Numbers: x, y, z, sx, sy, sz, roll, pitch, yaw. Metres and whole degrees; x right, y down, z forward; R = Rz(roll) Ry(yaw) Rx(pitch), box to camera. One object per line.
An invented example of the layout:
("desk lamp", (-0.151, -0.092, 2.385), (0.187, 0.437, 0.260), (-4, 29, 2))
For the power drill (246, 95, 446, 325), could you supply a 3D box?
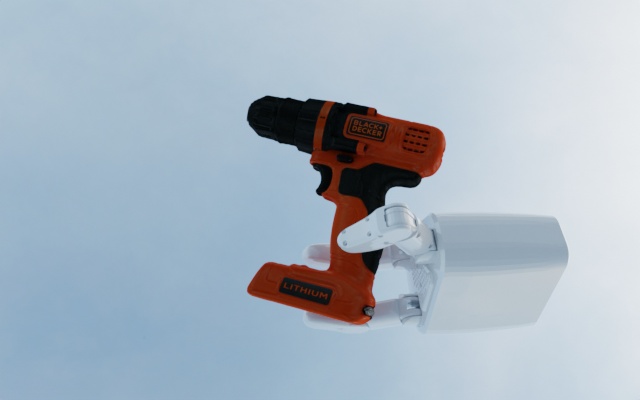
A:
("power drill", (0.000, 0.002, 0.417), (0.184, 0.187, 0.057), (14, -11, 15))
